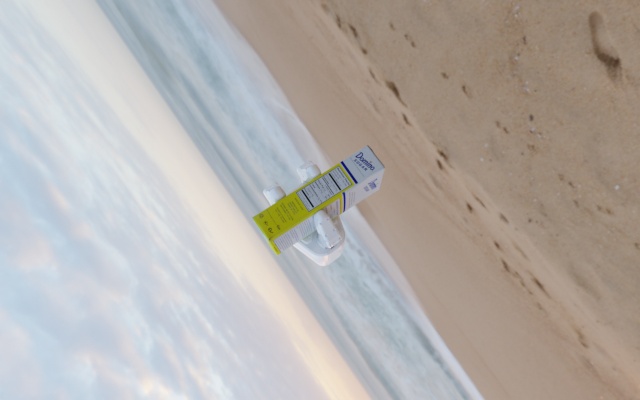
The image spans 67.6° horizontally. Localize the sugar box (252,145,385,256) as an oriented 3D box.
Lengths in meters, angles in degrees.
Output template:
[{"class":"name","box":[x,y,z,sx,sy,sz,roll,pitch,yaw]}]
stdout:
[{"class":"sugar box","box":[0.000,0.002,0.639,0.176,0.048,0.093,-35,-15,-9]}]
